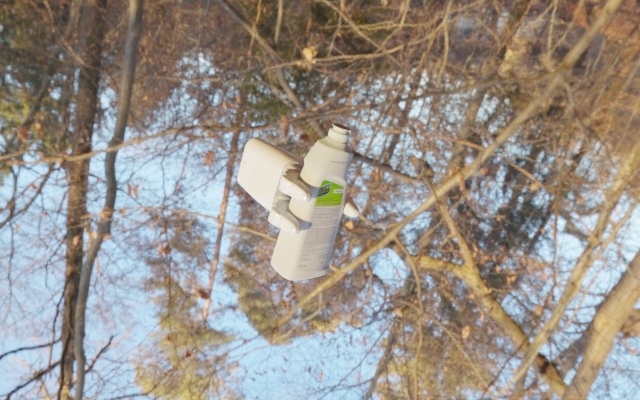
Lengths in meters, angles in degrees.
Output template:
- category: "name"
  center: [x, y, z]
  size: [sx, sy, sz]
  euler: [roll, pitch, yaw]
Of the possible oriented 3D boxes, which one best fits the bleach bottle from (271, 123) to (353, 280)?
- category: "bleach bottle"
  center: [0.000, 0.003, 0.751]
  size: [0.102, 0.251, 0.068]
  euler: [-4, 30, -45]
